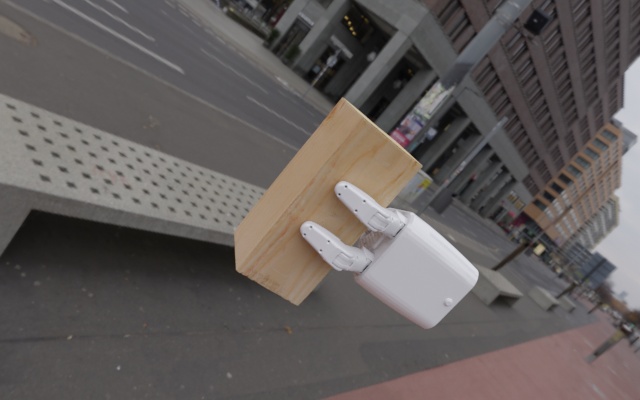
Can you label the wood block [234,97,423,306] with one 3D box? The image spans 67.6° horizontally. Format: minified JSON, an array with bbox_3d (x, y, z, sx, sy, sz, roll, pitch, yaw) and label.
[{"bbox_3d":[0.000,0.002,0.533,0.090,0.206,0.090,35,13,-23],"label":"wood block"}]
